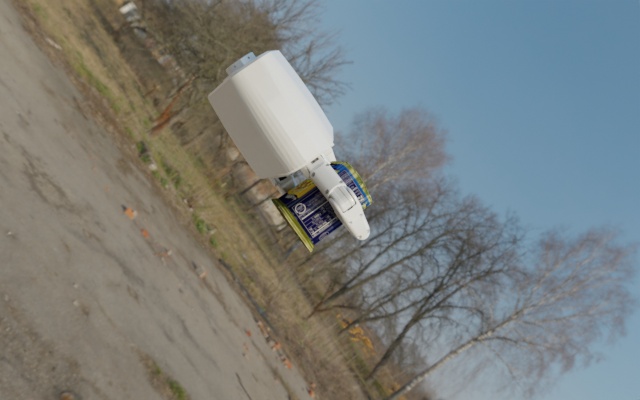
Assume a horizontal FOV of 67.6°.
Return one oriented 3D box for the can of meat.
[{"bbox_3d":[0.000,0.002,0.514,0.084,0.057,0.102,-36,12,-6],"label":"can of meat"}]
